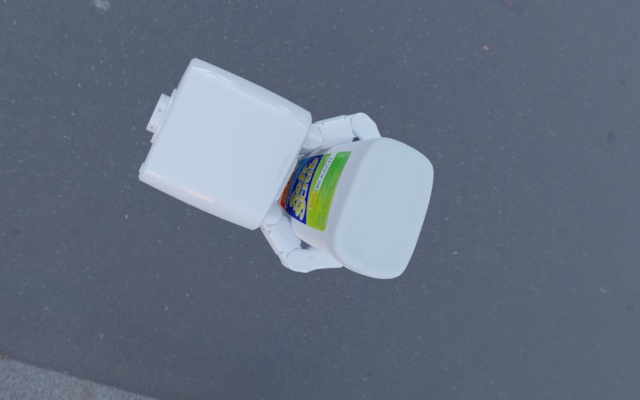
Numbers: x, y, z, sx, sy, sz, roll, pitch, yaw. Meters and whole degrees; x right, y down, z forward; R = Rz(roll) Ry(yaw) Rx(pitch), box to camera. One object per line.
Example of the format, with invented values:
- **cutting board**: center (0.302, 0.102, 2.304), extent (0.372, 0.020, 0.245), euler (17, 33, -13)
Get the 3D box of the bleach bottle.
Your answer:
- **bleach bottle**: center (0.000, 0.001, 0.450), extent (0.068, 0.102, 0.251), euler (23, -8, -22)
